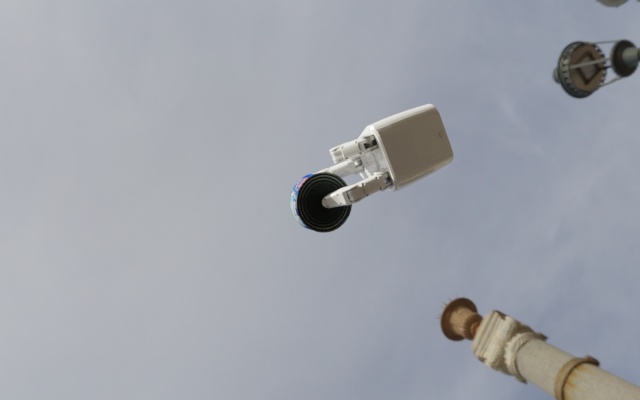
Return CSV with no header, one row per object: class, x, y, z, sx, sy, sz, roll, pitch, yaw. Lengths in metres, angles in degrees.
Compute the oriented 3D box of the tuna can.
tuna can,0.000,0.002,0.687,0.086,0.086,0.034,0,2,-23
